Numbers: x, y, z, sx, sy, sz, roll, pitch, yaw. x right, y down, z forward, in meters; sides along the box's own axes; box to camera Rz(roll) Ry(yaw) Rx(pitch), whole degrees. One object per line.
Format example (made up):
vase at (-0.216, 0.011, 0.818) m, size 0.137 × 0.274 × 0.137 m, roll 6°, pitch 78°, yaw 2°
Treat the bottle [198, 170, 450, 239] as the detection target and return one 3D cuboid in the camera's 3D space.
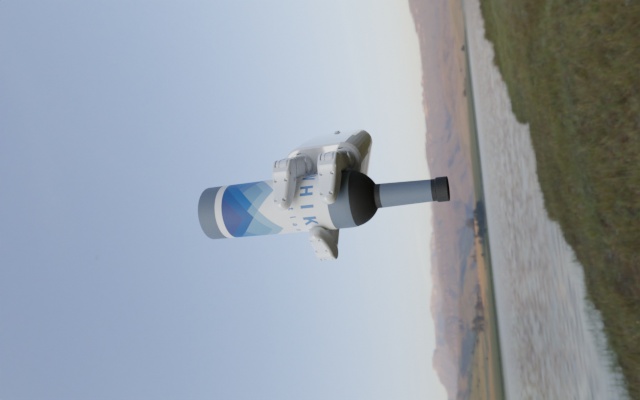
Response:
bottle at (0.000, 0.002, 0.563) m, size 0.296 × 0.069 × 0.069 m, roll -6°, pitch -2°, yaw 19°
